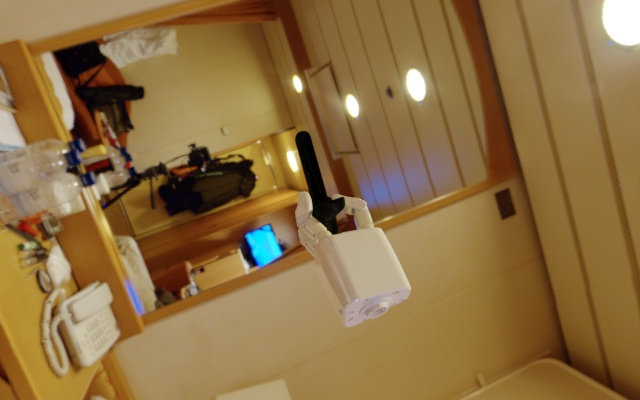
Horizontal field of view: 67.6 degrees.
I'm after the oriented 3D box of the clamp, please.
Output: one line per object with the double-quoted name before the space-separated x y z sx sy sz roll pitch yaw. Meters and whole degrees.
"clamp" 0.001 0.003 0.762 0.036 0.164 0.210 -17 -34 -9
